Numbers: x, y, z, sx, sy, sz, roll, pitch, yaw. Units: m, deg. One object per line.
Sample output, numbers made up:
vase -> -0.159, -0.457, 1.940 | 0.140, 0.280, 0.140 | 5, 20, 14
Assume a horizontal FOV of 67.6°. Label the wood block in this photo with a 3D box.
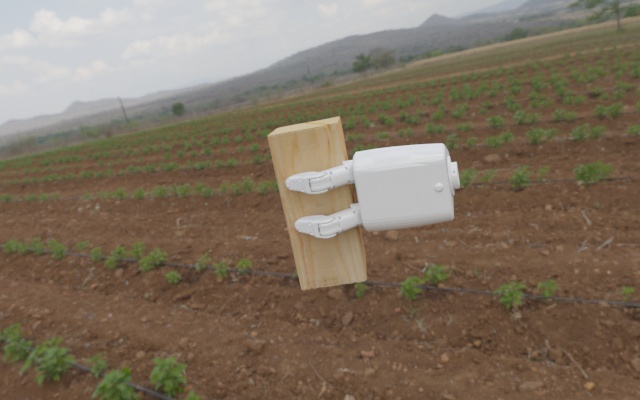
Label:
wood block -> 0.000, 0.002, 0.635 | 0.090, 0.206, 0.090 | -10, 14, 7
